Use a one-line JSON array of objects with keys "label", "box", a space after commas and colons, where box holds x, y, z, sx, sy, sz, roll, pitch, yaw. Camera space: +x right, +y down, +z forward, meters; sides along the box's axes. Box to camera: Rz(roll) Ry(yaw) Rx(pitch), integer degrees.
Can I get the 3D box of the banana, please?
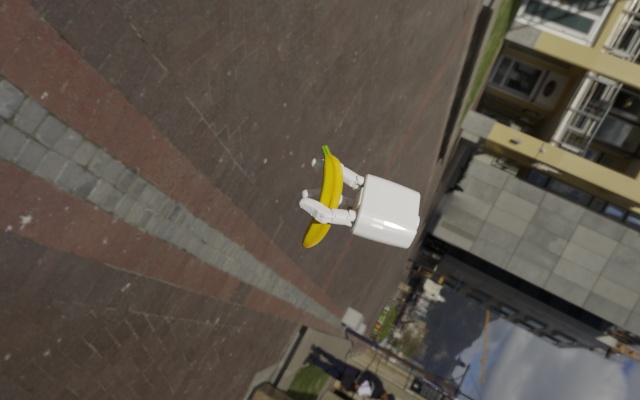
[{"label": "banana", "box": [0.007, 0.006, 0.854, 0.037, 0.198, 0.069, 8, 17, -21]}]
